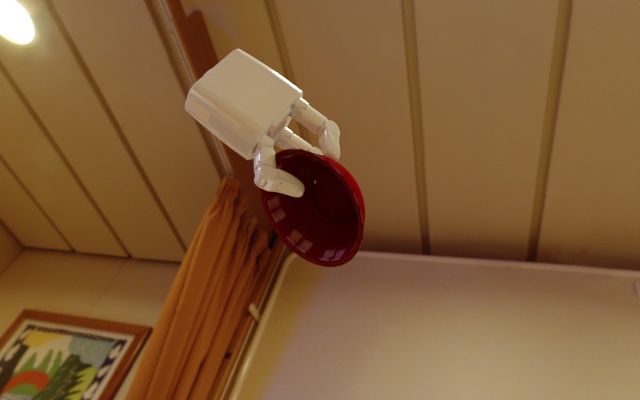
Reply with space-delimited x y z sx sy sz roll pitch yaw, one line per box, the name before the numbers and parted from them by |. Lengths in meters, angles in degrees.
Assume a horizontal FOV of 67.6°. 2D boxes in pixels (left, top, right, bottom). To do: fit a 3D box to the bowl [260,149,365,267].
bowl | 0.001 0.003 0.609 0.162 0.162 0.055 0 24 42
